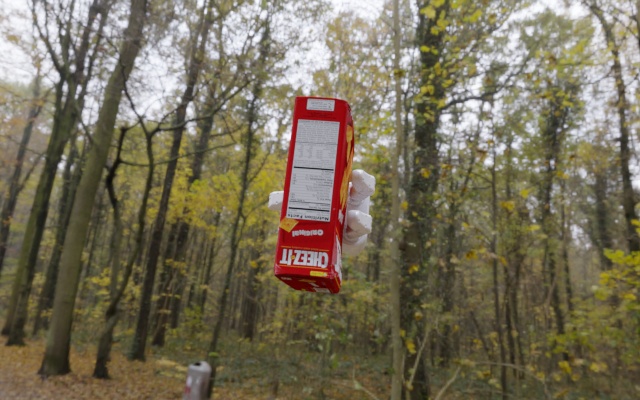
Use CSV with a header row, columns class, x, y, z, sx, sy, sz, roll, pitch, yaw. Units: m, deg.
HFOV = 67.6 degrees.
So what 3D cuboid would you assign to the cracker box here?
class,x,y,z,sx,sy,sz,roll,pitch,yaw
cracker box,0.000,0.002,0.604,0.072,0.213,0.164,4,-15,7
